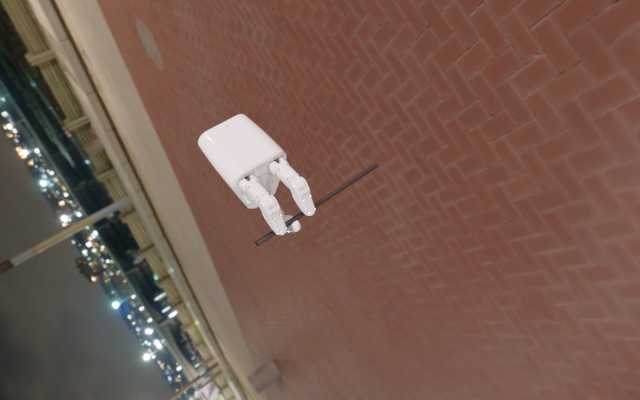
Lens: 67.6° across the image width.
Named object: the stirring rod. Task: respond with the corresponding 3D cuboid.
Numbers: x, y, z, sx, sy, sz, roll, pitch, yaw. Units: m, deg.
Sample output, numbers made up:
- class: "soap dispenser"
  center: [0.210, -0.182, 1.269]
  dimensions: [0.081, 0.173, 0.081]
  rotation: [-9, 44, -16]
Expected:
- class: "stirring rod"
  center: [0.000, 0.002, 0.737]
  dimensions: [0.239, 0.011, 0.011]
  rotation: [-33, 14, -23]
